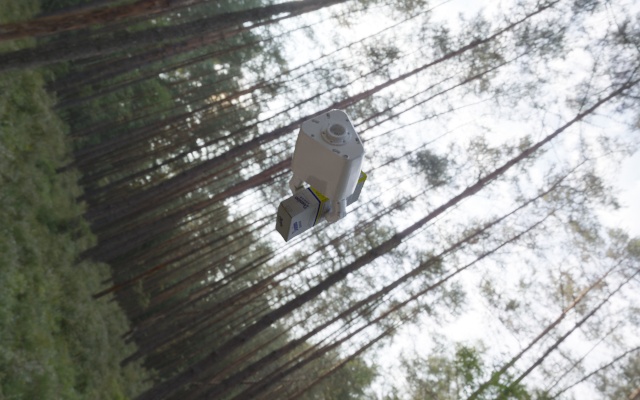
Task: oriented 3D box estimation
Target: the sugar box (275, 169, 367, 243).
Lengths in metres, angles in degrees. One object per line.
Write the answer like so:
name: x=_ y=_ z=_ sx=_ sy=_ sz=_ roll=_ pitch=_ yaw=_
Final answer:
sugar box: x=0.000 y=0.002 z=0.892 sx=0.176 sy=0.048 sz=0.093 roll=-26 pitch=-25 yaw=-26
